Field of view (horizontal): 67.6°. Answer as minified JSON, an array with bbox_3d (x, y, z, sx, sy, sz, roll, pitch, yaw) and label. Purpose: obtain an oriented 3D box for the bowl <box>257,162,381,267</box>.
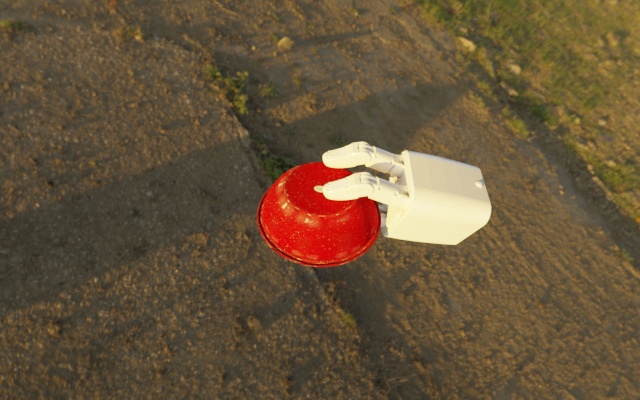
[{"bbox_3d":[-0.001,0.002,0.601,0.162,0.162,0.055,0,-41,-4],"label":"bowl"}]
